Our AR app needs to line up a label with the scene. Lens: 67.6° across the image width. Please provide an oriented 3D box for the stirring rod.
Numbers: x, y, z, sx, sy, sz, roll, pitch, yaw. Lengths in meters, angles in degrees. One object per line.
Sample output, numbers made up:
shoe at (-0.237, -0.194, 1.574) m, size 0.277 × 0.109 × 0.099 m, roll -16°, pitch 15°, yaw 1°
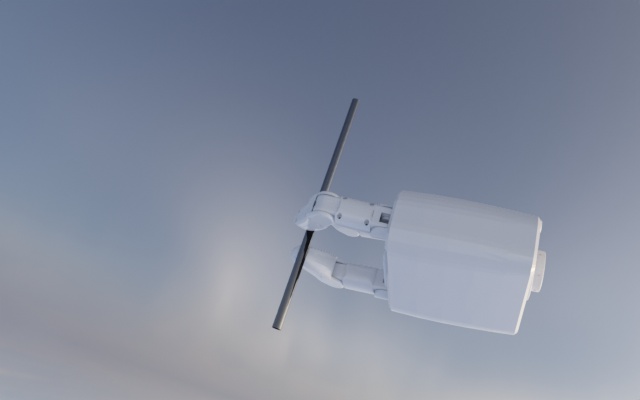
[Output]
stirring rod at (0.000, 0.001, 0.440) m, size 0.011 × 0.239 × 0.011 m, roll 16°, pitch -24°, yaw 7°
